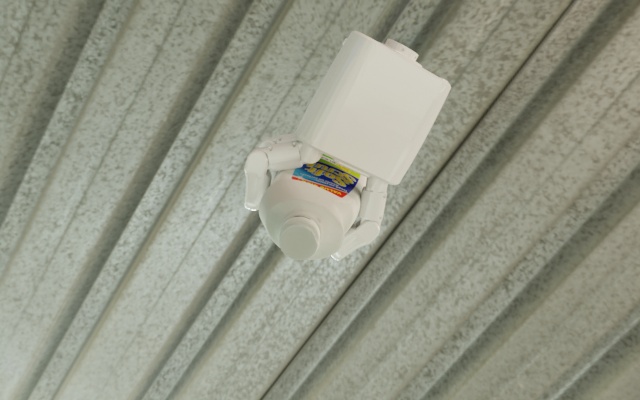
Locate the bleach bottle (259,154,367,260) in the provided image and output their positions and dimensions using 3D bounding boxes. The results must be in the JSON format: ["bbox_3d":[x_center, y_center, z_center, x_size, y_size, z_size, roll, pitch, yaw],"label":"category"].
[{"bbox_3d":[0.000,0.002,0.472,0.102,0.068,0.250,27,16,-4],"label":"bleach bottle"}]
